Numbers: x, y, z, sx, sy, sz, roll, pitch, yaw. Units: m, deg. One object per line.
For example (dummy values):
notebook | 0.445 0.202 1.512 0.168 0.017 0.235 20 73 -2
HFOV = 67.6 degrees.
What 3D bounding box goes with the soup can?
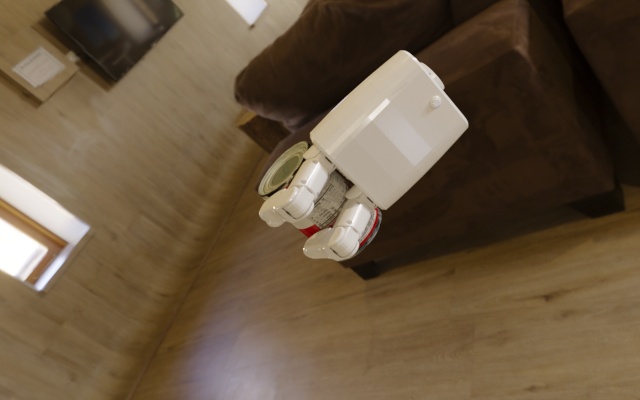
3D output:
soup can | -0.001 0.002 0.455 0.102 0.068 0.068 42 -20 -23
